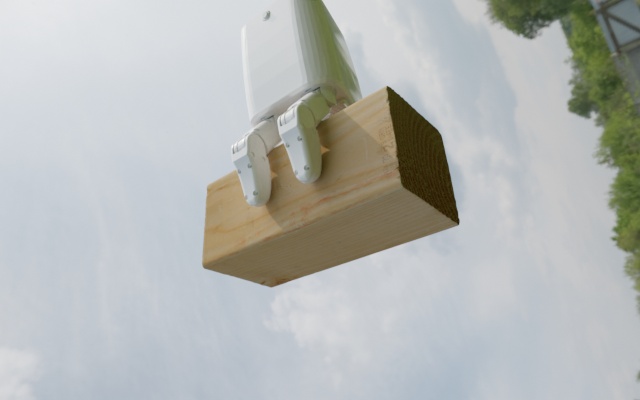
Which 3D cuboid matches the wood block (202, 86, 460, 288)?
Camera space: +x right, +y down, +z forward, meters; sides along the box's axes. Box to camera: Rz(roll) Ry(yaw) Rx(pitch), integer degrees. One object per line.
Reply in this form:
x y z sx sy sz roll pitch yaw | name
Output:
0.000 0.001 0.415 0.206 0.090 0.091 -24 -33 34 | wood block
